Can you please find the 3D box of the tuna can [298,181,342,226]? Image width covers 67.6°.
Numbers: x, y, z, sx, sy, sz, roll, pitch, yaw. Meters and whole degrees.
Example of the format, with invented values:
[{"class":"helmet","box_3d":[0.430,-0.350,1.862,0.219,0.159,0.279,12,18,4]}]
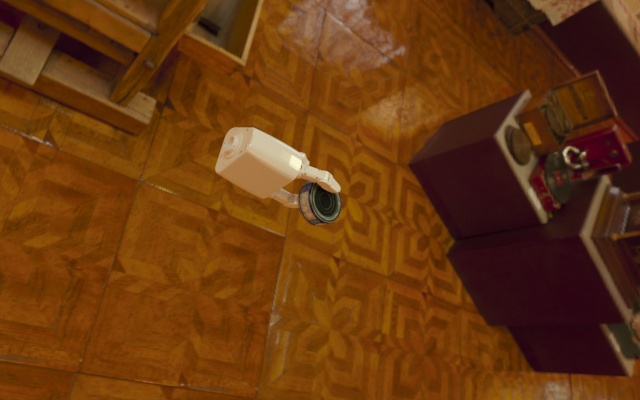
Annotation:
[{"class":"tuna can","box_3d":[0.001,0.003,0.888,0.034,0.086,0.086,-14,-9,43]}]
